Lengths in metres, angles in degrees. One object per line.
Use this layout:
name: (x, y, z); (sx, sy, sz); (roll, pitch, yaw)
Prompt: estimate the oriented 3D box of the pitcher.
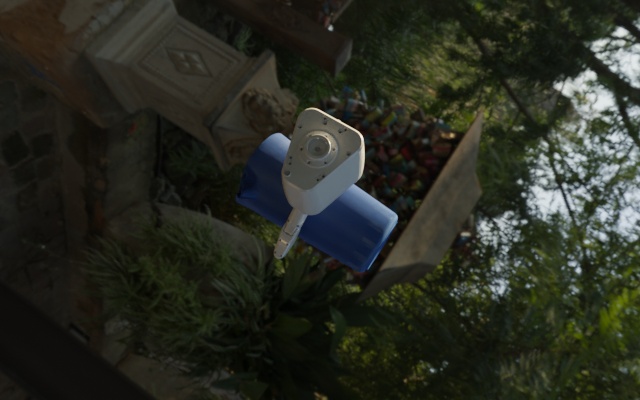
pitcher: (0.000, 0.003, 0.770); (0.243, 0.149, 0.145); (32, -12, 11)
